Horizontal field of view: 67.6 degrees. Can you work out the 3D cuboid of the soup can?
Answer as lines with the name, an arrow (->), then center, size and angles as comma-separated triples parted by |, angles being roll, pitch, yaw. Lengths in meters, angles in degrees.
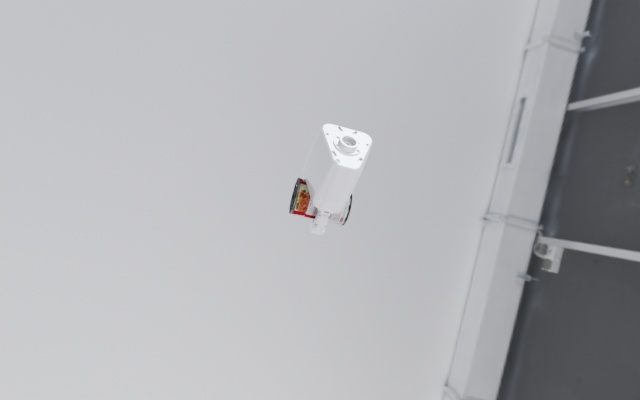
soup can -> 0.000, 0.003, 0.878 | 0.102, 0.068, 0.068 | 14, -2, -10
